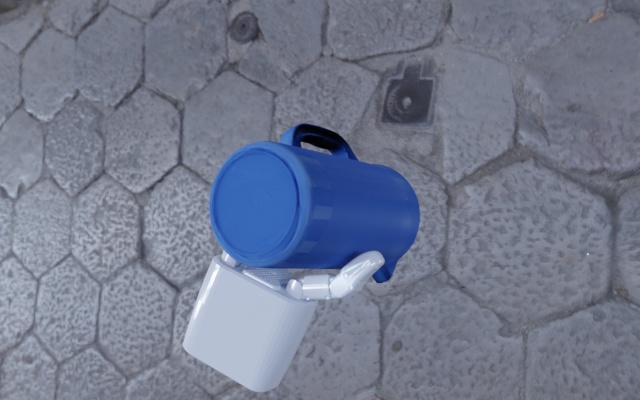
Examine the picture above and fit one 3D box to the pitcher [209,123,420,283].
[{"bbox_3d":[0.000,0.002,0.501,0.149,0.145,0.243,29,9,29],"label":"pitcher"}]
